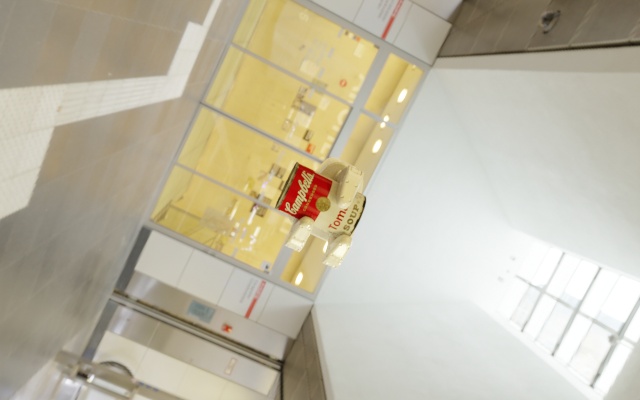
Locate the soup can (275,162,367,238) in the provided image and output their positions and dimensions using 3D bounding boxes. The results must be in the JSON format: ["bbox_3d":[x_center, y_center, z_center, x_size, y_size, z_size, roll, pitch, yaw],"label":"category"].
[{"bbox_3d":[0.000,0.002,0.623,0.102,0.068,0.068,26,-4,-8],"label":"soup can"}]
